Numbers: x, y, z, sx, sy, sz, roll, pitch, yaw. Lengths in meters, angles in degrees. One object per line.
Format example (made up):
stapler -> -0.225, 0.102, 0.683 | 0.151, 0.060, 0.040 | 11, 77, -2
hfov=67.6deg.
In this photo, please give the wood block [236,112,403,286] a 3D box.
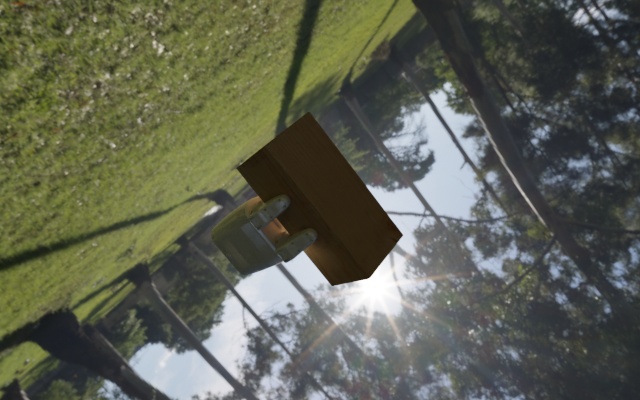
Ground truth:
wood block -> 0.000, 0.002, 0.630 | 0.090, 0.206, 0.090 | -45, 12, -35
